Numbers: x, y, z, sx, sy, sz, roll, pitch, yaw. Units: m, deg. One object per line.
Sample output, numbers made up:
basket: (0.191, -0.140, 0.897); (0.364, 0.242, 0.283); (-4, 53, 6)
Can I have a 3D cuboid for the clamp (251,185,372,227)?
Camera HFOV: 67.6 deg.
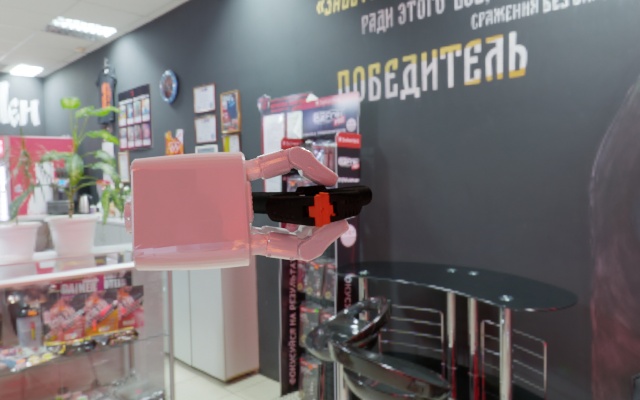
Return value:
clamp: (0.000, 0.001, 0.503); (0.164, 0.036, 0.210); (-5, 4, -13)
